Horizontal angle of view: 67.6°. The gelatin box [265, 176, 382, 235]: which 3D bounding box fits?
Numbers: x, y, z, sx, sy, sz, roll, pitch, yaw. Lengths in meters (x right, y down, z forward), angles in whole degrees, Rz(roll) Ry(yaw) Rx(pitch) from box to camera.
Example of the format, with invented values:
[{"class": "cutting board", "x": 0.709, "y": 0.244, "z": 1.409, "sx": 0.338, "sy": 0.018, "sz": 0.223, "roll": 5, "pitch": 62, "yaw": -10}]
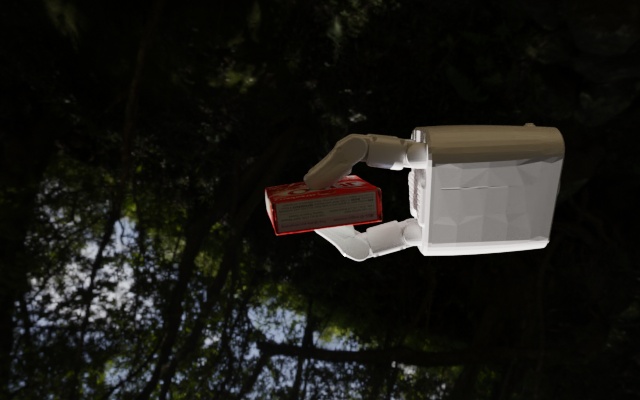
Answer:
[{"class": "gelatin box", "x": 0.000, "y": 0.002, "z": 0.407, "sx": 0.089, "sy": 0.030, "sz": 0.073, "roll": -8, "pitch": 12, "yaw": -9}]
